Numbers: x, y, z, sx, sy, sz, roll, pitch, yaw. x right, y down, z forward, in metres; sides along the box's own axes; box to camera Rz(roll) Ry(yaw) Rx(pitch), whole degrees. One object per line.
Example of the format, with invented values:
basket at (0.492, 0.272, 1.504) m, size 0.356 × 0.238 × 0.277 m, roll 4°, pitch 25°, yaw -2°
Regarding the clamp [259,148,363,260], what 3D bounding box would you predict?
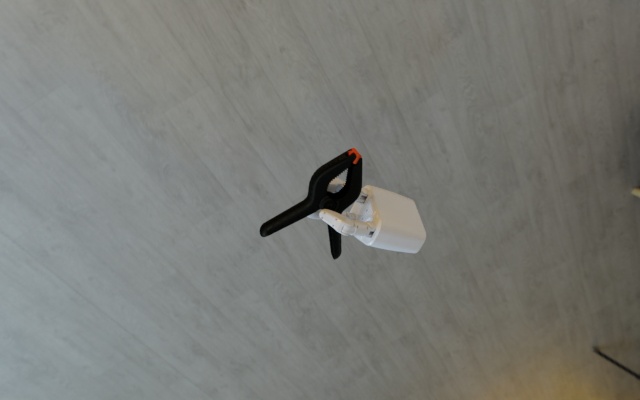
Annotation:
clamp at (0.001, 0.003, 0.811) m, size 0.164 × 0.210 × 0.036 m, roll 13°, pitch 25°, yaw -27°
